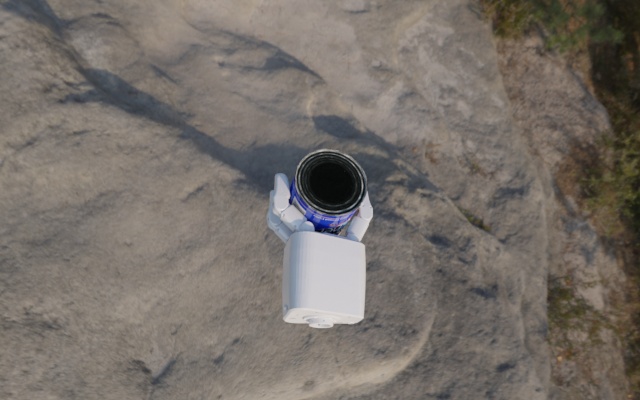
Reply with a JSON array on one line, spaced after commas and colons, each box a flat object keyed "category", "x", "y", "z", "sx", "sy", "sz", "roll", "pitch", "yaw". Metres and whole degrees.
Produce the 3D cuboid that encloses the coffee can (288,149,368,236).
[{"category": "coffee can", "x": 0.000, "y": 0.002, "z": 0.709, "sx": 0.103, "sy": 0.102, "sz": 0.140, "roll": 0, "pitch": -24, "yaw": -14}]
